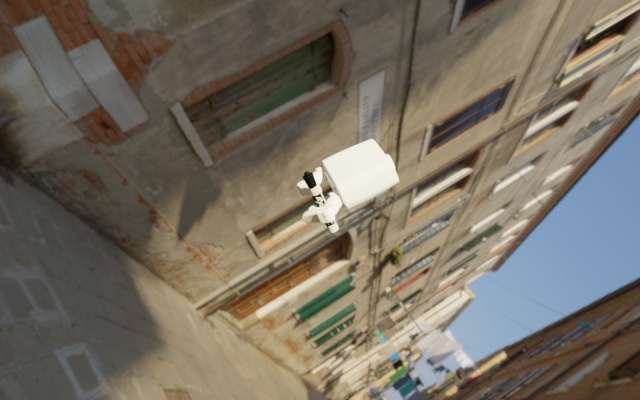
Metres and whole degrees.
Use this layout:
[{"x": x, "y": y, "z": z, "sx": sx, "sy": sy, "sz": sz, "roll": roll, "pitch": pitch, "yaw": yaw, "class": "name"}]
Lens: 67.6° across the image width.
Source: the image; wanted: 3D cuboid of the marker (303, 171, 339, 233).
[{"x": 0.000, "y": 0.003, "z": 0.819, "sx": 0.020, "sy": 0.121, "sz": 0.020, "roll": -21, "pitch": 25, "yaw": 10, "class": "marker"}]
